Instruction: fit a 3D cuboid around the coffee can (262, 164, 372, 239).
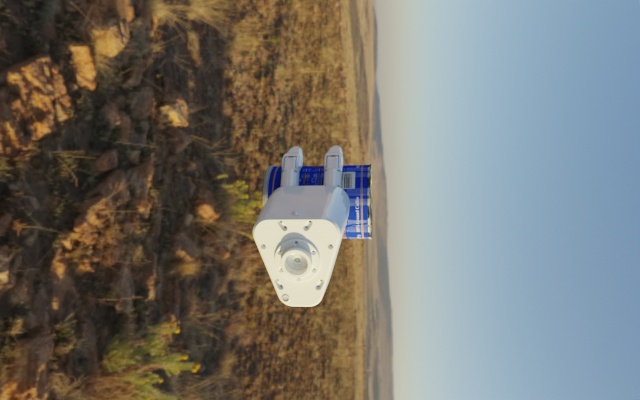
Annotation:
[{"bbox_3d":[0.000,0.002,0.657,0.140,0.103,0.103,-1,0,7],"label":"coffee can"}]
